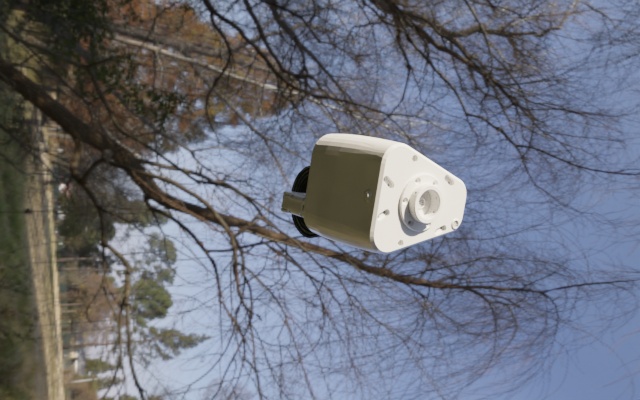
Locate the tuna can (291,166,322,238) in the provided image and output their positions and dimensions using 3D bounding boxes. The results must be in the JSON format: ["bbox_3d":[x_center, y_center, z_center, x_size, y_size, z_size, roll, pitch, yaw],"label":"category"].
[{"bbox_3d":[0.001,0.002,0.571,0.034,0.086,0.086,2,-1,-35],"label":"tuna can"}]
